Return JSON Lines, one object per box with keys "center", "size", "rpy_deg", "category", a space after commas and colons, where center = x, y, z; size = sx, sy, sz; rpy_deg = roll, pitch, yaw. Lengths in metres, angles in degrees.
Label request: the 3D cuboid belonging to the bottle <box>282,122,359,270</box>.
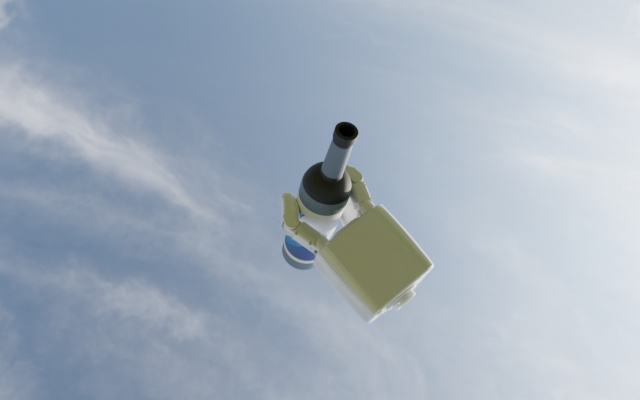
{"center": [0.000, 0.002, 0.650], "size": [0.069, 0.069, 0.296], "rpy_deg": [0, -33, -14], "category": "bottle"}
